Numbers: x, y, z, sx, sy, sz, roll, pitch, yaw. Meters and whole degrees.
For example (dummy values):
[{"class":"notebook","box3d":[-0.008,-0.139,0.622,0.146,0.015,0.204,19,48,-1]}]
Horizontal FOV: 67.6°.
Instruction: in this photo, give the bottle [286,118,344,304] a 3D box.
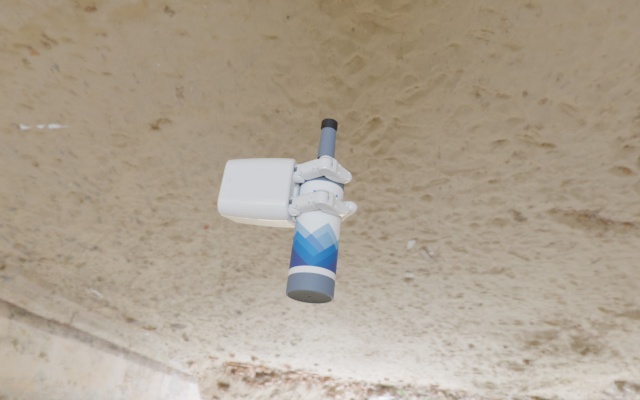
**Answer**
[{"class":"bottle","box3d":[0.000,0.003,0.721,0.069,0.295,0.069,5,-27,3]}]
